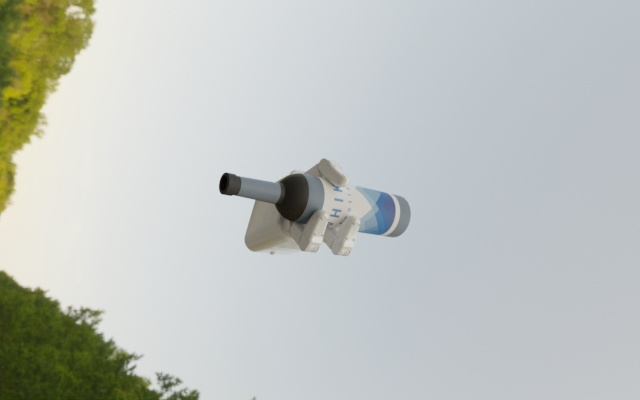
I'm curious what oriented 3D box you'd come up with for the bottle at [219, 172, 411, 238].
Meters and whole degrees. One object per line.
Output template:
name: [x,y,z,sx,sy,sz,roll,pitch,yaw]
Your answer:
bottle: [0.000,0.002,0.661,0.296,0.069,0.069,11,-7,-36]
